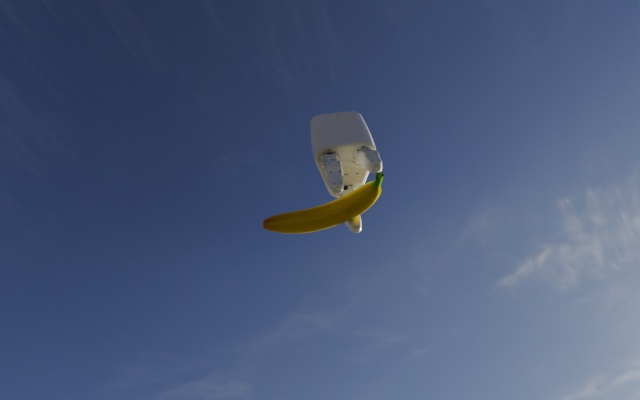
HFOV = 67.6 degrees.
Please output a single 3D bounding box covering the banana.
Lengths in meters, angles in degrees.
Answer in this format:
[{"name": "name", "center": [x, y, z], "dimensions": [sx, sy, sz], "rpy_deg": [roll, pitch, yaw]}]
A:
[{"name": "banana", "center": [0.011, 0.012, 0.721], "dimensions": [0.198, 0.037, 0.070], "rpy_deg": [-24, -48, 13]}]
